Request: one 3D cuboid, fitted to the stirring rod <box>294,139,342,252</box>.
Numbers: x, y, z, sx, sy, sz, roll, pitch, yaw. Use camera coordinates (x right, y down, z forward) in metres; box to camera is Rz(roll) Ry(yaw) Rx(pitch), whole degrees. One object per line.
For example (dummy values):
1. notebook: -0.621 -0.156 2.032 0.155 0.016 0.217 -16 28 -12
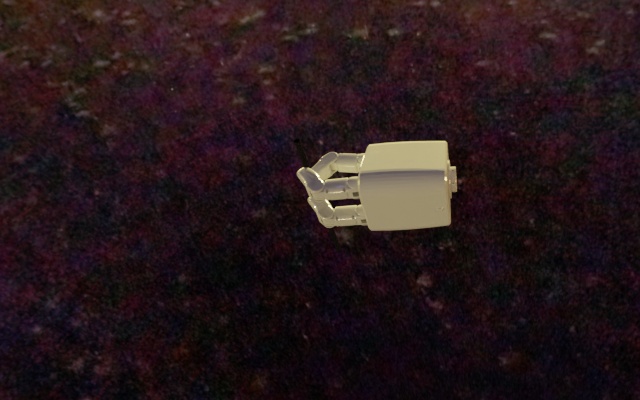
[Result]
1. stirring rod: 0.000 0.002 0.694 0.011 0.011 0.240 0 -41 19
